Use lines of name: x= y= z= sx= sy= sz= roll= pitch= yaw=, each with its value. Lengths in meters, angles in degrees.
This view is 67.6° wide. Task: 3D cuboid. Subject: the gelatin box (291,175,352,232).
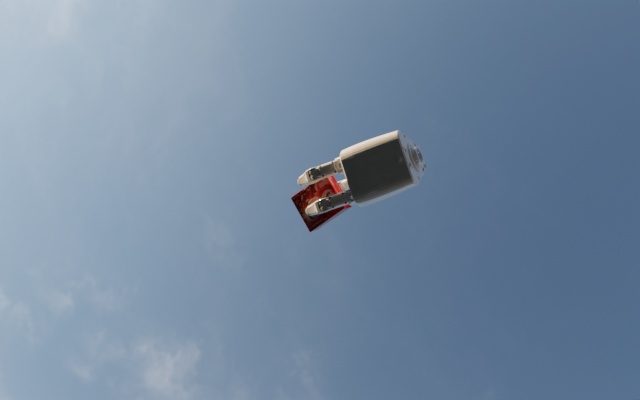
gelatin box: x=0.000 y=0.003 z=0.847 sx=0.089 sy=0.073 sz=0.030 roll=-35 pitch=-11 yaw=29
